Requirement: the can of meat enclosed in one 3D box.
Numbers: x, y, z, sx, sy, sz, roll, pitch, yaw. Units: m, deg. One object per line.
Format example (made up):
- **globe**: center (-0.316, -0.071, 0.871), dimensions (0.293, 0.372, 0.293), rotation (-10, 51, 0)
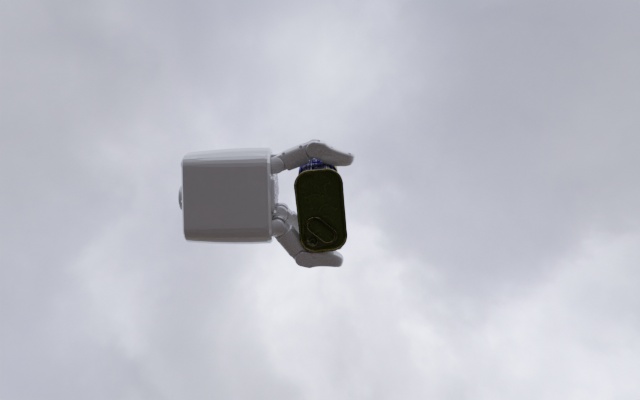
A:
- **can of meat**: center (0.000, 0.002, 0.598), dimensions (0.057, 0.102, 0.084), rotation (-6, 16, 1)
